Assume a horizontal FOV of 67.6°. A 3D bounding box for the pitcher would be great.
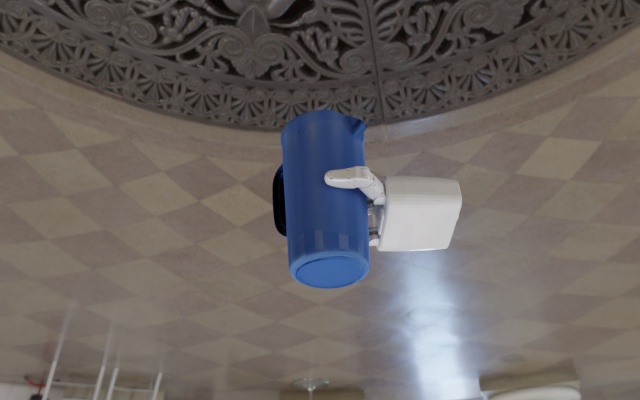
[{"bbox_3d":[0.000,0.002,0.699,0.145,0.242,0.149,1,-35,-4],"label":"pitcher"}]
